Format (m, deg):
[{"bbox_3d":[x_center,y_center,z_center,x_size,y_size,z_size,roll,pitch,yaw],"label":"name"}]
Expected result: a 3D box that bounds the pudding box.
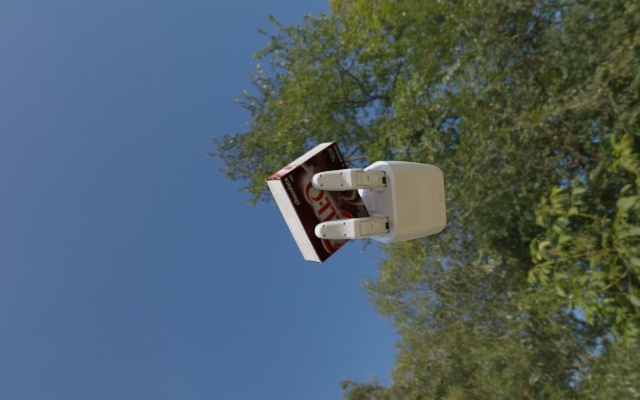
[{"bbox_3d":[0.000,0.002,0.552,0.090,0.113,0.039,-37,18,-32],"label":"pudding box"}]
